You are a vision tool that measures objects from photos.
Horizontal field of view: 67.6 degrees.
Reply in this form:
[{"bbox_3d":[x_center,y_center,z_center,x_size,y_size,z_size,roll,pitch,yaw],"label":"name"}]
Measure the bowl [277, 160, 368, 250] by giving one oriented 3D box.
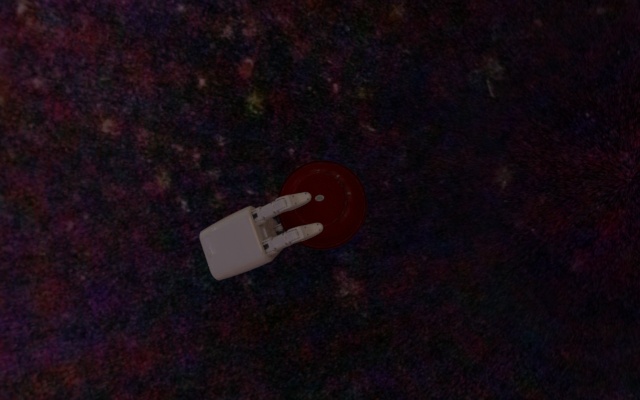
[{"bbox_3d":[0.001,0.002,0.821,0.162,0.162,0.055,0,-10,5],"label":"bowl"}]
